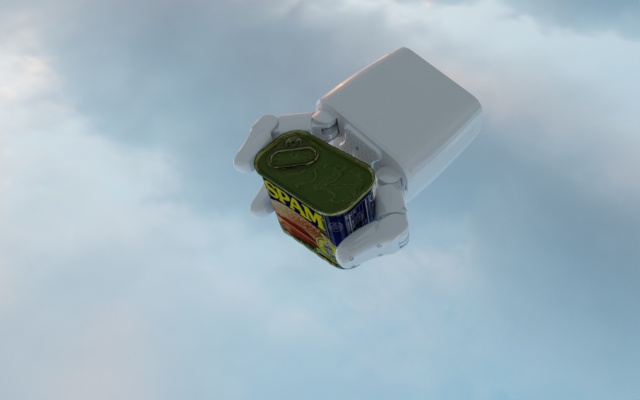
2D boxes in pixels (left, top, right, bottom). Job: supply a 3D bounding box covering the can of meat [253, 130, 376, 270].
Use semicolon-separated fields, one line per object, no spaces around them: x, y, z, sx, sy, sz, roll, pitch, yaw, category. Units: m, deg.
0.000;0.002;0.402;0.102;0.084;0.057;32;63;33;can of meat
